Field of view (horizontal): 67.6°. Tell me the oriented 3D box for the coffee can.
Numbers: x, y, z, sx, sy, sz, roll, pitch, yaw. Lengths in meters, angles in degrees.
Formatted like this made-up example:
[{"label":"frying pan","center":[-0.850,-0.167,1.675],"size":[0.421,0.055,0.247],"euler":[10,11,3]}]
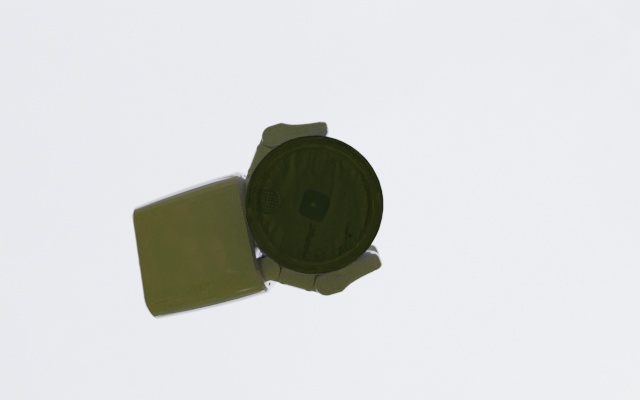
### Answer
[{"label":"coffee can","center":[0.000,0.001,0.418],"size":[0.103,0.103,0.140],"euler":[0,2,4]}]
